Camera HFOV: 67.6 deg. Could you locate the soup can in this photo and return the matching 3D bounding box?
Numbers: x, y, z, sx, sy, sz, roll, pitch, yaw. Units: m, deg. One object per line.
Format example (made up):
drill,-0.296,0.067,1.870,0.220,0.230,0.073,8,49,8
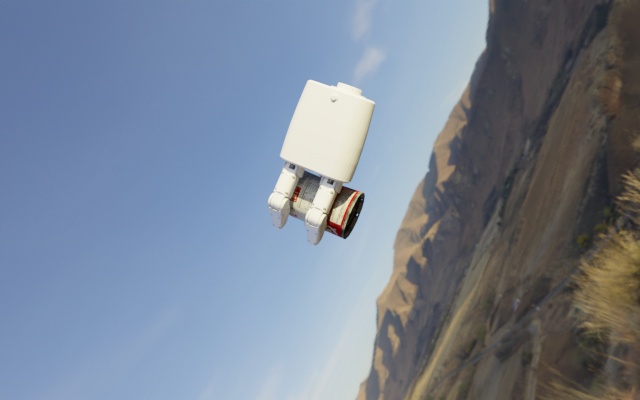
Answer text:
soup can,0.000,0.002,0.650,0.102,0.068,0.068,22,6,15
